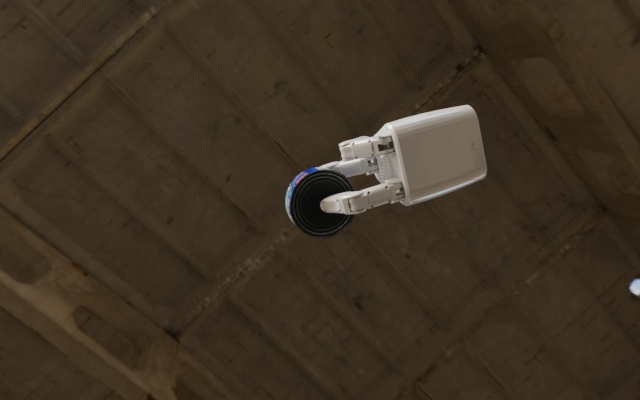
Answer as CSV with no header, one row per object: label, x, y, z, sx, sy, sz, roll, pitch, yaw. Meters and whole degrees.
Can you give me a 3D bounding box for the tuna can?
tuna can,0.000,0.002,0.592,0.086,0.086,0.033,0,11,-16
